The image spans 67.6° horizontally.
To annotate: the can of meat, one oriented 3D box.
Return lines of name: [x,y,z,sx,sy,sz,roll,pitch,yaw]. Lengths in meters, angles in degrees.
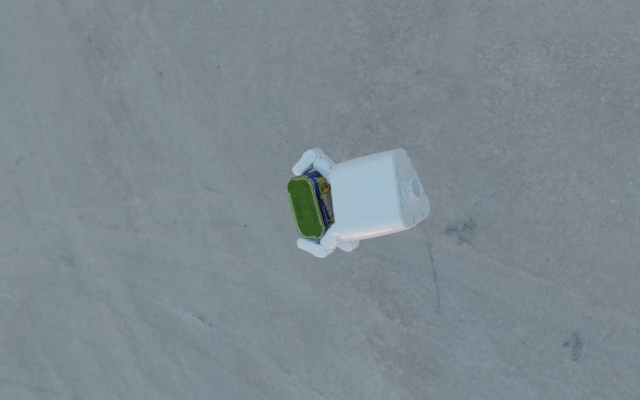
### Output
can of meat: [0.000,0.002,0.737,0.057,0.102,0.084,-11,7,38]
